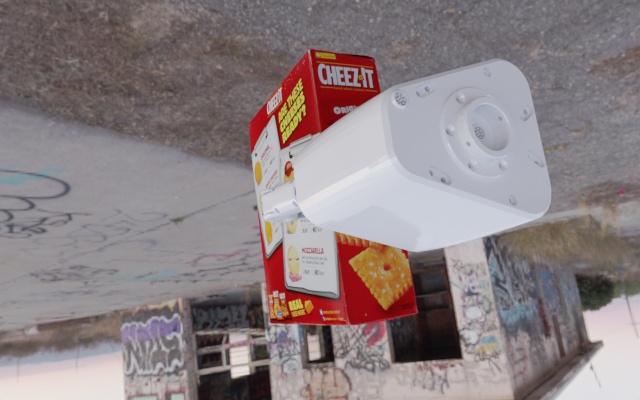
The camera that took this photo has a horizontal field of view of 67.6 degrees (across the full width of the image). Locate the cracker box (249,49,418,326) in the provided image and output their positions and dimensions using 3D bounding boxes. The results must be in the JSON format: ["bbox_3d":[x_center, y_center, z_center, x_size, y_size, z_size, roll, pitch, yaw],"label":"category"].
[{"bbox_3d":[0.000,0.002,0.435,0.072,0.213,0.164,-2,-12,-27],"label":"cracker box"}]
